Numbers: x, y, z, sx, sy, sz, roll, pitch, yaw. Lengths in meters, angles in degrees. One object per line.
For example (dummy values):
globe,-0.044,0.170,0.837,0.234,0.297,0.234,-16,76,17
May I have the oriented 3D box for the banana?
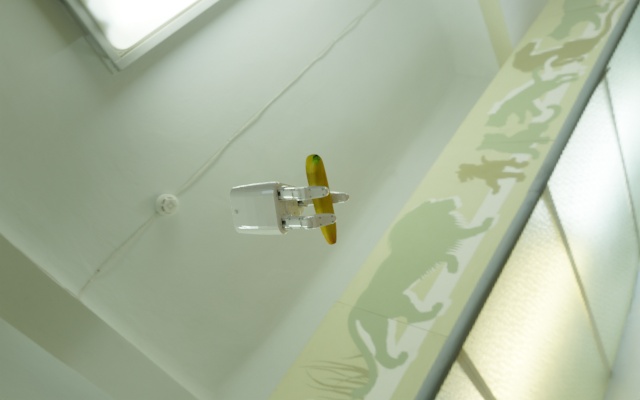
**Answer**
banana,0.000,-0.010,0.891,0.037,0.198,0.069,-10,33,6
